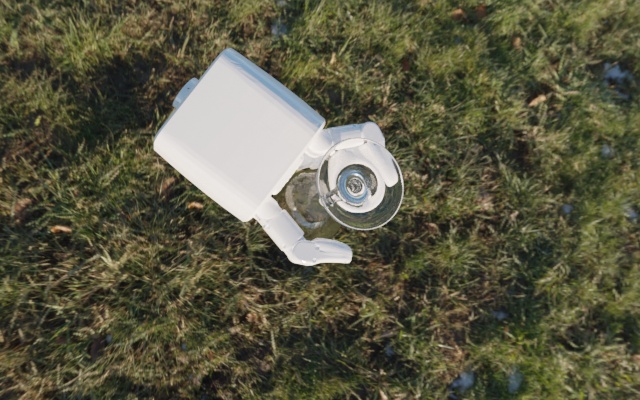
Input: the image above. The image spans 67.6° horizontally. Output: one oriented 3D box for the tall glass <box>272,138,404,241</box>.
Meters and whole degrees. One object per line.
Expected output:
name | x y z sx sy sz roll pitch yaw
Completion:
tall glass | 0.000 0.002 0.466 0.079 0.079 0.201 0 -9 -19
